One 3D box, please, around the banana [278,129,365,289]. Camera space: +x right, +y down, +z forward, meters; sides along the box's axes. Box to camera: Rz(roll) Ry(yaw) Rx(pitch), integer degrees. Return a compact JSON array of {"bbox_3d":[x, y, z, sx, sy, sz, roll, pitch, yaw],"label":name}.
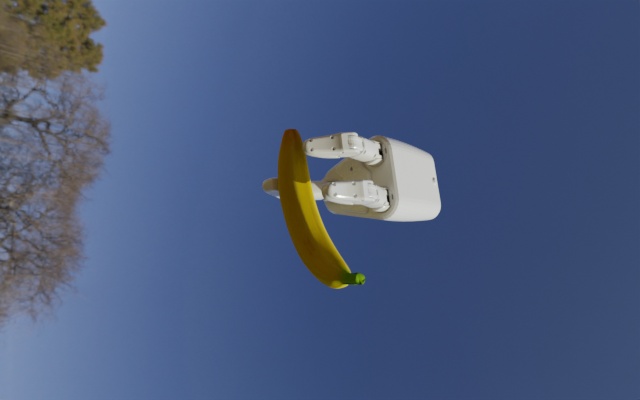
[{"bbox_3d":[-0.010,0.016,0.500,0.037,0.197,0.070,6,-42,-44],"label":"banana"}]
